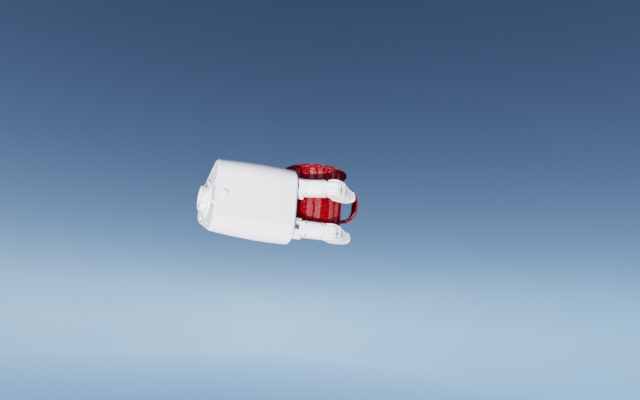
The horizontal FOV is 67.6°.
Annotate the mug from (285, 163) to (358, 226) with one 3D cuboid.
[{"bbox_3d":[0.001,0.003,0.692,0.117,0.081,0.093,11,-16,-23],"label":"mug"}]
